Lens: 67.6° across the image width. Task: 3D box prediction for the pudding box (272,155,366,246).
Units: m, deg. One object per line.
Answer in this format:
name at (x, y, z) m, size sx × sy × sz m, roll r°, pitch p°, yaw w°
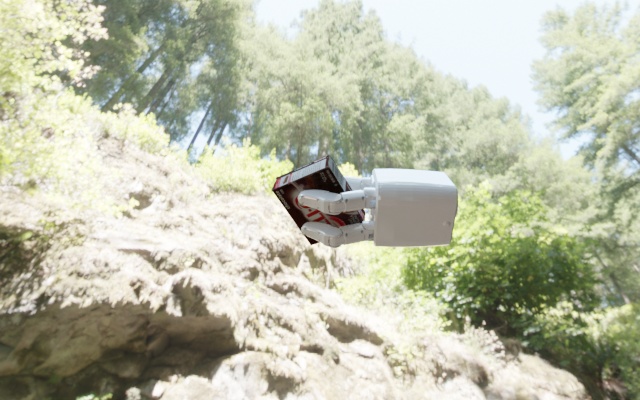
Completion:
pudding box at (0.000, 0.002, 0.668) m, size 0.090 × 0.113 × 0.039 m, roll -22°, pitch 29°, yaw 20°
